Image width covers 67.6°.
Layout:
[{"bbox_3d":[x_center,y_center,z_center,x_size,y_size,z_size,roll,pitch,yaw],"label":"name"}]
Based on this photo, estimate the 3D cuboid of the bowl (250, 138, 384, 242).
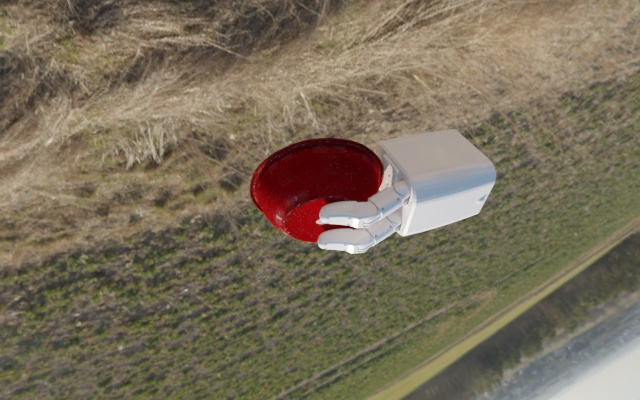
[{"bbox_3d":[-0.001,0.003,0.555,0.162,0.055,0.162,-7,-36,-5],"label":"bowl"}]
